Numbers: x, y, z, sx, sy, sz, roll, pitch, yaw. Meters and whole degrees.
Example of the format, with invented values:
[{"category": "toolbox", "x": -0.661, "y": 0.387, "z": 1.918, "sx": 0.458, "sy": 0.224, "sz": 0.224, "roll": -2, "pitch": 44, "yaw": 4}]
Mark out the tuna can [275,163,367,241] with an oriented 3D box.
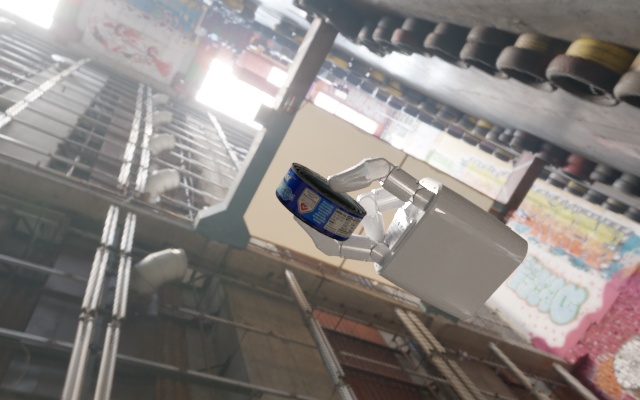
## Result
[{"category": "tuna can", "x": 0.000, "y": 0.002, "z": 0.455, "sx": 0.086, "sy": 0.034, "sz": 0.086, "roll": 33, "pitch": 10, "yaw": -7}]
